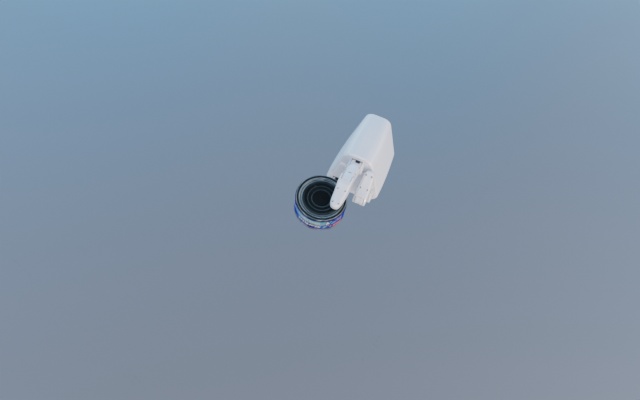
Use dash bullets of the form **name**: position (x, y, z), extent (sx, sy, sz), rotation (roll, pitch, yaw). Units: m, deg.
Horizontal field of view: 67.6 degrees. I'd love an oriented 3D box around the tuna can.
- **tuna can**: position (0.000, 0.002, 0.773), extent (0.086, 0.086, 0.034), rotation (0, -27, -6)
